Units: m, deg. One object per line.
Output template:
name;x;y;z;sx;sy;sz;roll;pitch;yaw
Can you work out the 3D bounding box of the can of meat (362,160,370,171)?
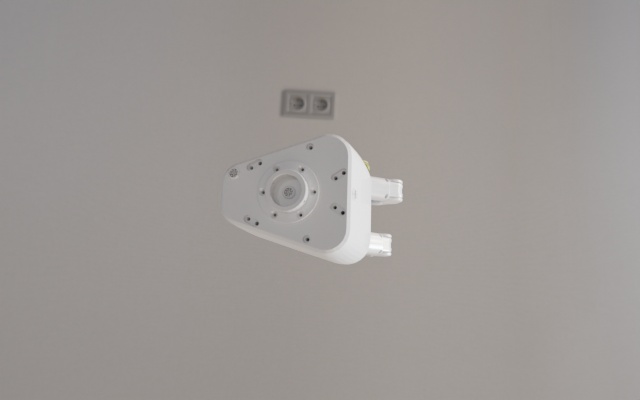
can of meat;0.000;0.002;0.513;0.102;0.084;0.057;1;-9;10
